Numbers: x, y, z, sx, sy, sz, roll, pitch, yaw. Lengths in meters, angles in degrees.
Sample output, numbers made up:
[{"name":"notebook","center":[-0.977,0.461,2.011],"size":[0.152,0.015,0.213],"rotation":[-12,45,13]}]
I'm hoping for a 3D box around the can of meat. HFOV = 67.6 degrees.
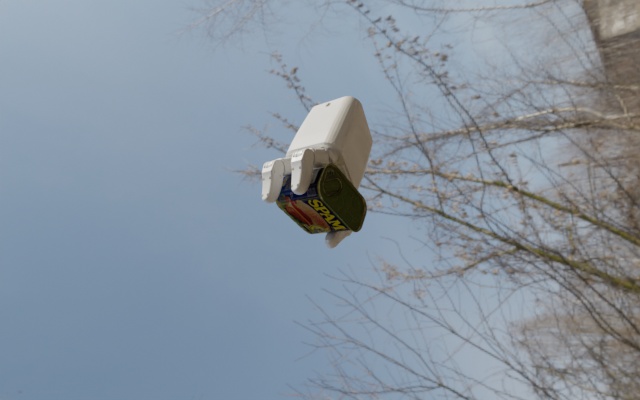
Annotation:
[{"name":"can of meat","center":[0.000,0.002,0.654],"size":[0.084,0.057,0.102],"rotation":[-9,-42,39]}]
